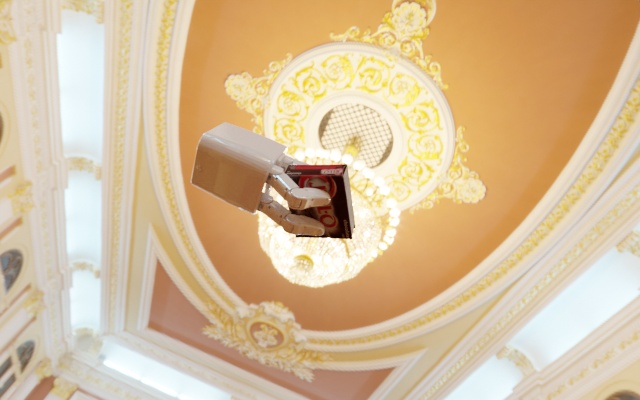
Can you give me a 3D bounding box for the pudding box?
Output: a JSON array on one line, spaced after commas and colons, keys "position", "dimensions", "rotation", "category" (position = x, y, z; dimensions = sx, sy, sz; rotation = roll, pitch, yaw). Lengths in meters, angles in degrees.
[{"position": [0.000, 0.002, 0.695], "dimensions": [0.090, 0.114, 0.039], "rotation": [1, 36, 18], "category": "pudding box"}]
